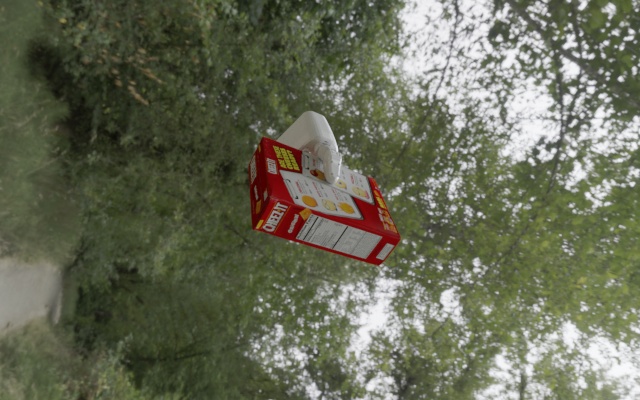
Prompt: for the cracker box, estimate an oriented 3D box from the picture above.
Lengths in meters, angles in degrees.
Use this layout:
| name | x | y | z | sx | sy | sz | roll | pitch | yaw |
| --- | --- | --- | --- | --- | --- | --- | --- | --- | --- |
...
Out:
| name | x | y | z | sx | sy | sz | roll | pitch | yaw |
| --- | --- | --- | --- | --- | --- | --- | --- | --- | --- |
| cracker box | 0.000 | 0.002 | 0.735 | 0.214 | 0.072 | 0.164 | 18 | 31 | -23 |
